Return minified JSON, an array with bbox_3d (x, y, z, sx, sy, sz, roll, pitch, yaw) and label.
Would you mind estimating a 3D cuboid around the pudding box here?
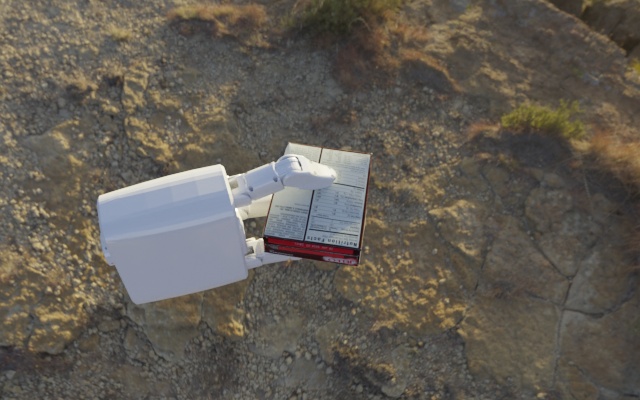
[{"bbox_3d":[0.000,0.001,0.456,0.090,0.113,0.039,9,-31,3],"label":"pudding box"}]
